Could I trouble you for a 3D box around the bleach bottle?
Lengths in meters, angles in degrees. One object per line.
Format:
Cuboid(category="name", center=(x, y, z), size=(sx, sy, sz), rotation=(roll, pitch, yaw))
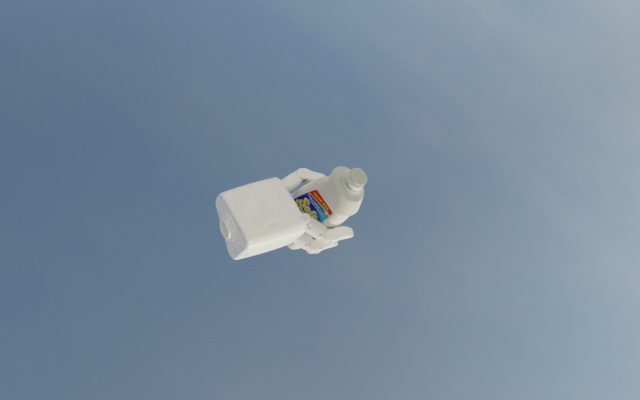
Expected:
Cuboid(category="bleach bottle", center=(0.000, 0.003, 0.821), size=(0.068, 0.102, 0.251), rotation=(-17, -13, -33))
